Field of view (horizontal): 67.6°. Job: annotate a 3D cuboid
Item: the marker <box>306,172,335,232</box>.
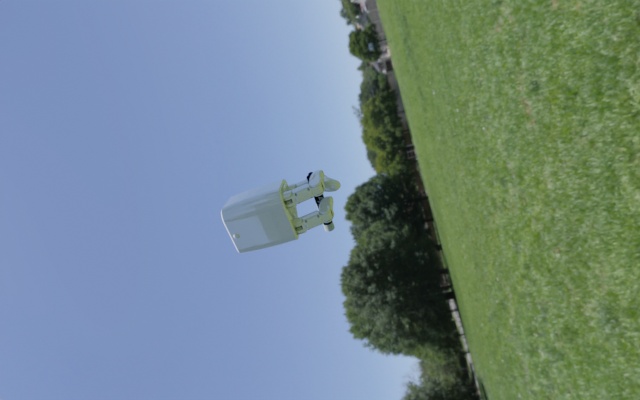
[{"bbox_3d":[0.000,0.003,0.850,0.020,0.121,0.020,-14,30,9],"label":"marker"}]
